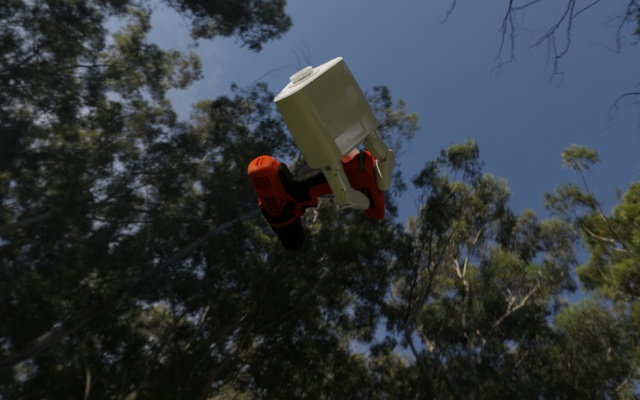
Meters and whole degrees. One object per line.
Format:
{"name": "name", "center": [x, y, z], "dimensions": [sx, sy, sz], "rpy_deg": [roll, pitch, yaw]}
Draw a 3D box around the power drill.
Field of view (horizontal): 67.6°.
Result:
{"name": "power drill", "center": [0.000, 0.002, 0.731], "dimensions": [0.187, 0.185, 0.057], "rpy_deg": [-9, 41, 13]}
